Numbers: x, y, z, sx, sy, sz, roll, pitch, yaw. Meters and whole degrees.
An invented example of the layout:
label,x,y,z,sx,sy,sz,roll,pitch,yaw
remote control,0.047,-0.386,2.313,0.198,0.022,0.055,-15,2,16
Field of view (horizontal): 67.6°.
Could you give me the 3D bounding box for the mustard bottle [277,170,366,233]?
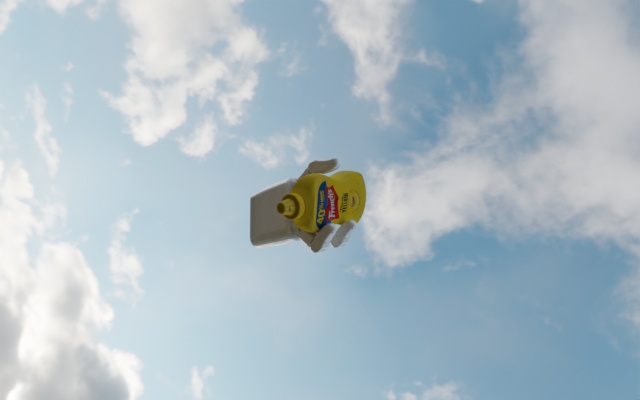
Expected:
label,x,y,z,sx,sy,sz,roll,pitch,yaw
mustard bottle,0.001,0.003,0.789,0.058,0.096,0.191,14,14,38
